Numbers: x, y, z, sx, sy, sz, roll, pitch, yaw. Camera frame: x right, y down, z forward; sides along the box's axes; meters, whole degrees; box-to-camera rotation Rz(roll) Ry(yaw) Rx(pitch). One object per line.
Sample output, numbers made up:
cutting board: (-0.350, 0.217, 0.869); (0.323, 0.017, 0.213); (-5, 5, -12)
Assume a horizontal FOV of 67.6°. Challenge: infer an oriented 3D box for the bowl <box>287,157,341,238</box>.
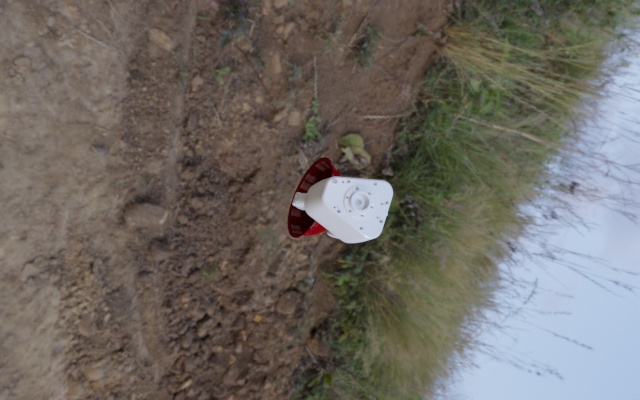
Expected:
bowl: (0.000, 0.003, 0.898); (0.055, 0.162, 0.162); (23, -10, -23)
